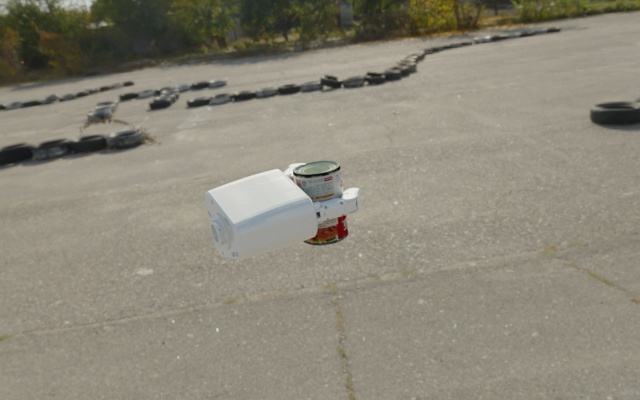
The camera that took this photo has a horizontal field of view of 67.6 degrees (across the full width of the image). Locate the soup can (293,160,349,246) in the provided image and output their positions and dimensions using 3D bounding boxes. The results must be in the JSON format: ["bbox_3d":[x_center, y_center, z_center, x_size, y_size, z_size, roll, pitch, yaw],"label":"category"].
[{"bbox_3d":[0.001,0.002,0.662,0.068,0.102,0.068,-7,20,2],"label":"soup can"}]
